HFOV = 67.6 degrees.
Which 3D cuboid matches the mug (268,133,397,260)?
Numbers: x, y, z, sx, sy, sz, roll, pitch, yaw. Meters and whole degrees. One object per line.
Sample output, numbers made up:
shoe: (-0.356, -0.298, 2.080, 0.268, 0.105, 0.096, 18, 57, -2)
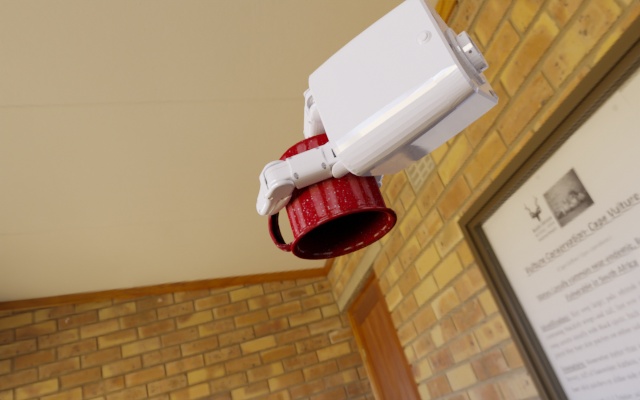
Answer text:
mug: (-0.001, 0.002, 0.422, 0.117, 0.081, 0.093, -33, -29, 27)
